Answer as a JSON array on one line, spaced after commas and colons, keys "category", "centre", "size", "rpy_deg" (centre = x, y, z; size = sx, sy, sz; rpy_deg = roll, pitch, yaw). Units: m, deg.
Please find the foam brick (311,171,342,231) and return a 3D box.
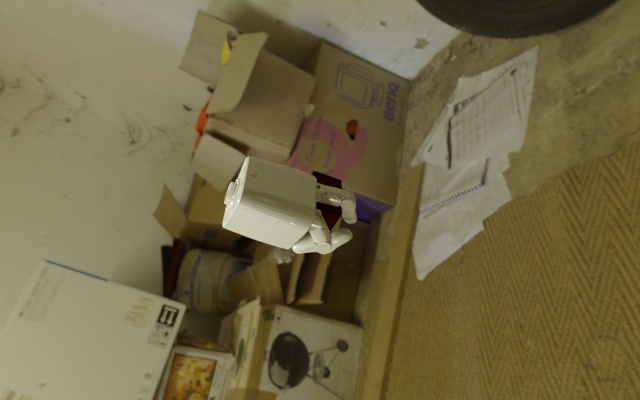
[{"category": "foam brick", "centre": [0.000, 0.002, 0.745], "size": [0.051, 0.078, 0.053], "rpy_deg": [18, -47, -16]}]
